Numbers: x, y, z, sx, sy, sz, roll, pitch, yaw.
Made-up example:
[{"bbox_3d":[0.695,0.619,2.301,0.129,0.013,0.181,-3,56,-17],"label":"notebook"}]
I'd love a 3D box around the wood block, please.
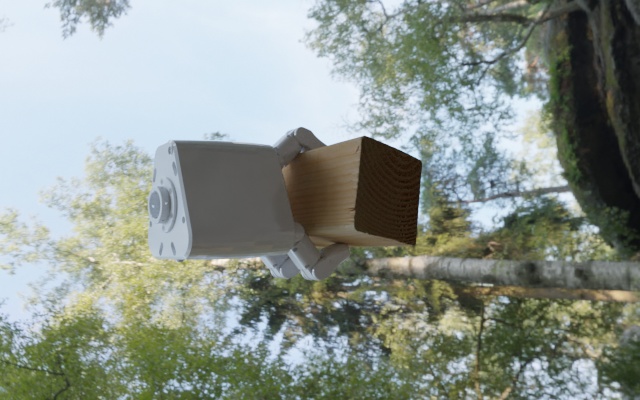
[{"bbox_3d":[0.000,0.001,0.526,0.090,0.090,0.206,16,-15,-38],"label":"wood block"}]
